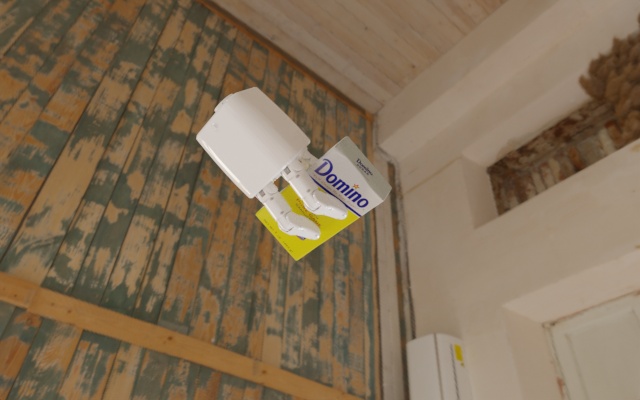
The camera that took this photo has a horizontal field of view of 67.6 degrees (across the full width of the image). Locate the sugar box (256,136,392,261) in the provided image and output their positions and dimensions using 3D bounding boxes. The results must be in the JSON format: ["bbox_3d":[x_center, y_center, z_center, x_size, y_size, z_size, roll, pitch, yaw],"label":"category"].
[{"bbox_3d":[0.000,0.002,0.647,0.176,0.093,0.048,-38,6,38],"label":"sugar box"}]
